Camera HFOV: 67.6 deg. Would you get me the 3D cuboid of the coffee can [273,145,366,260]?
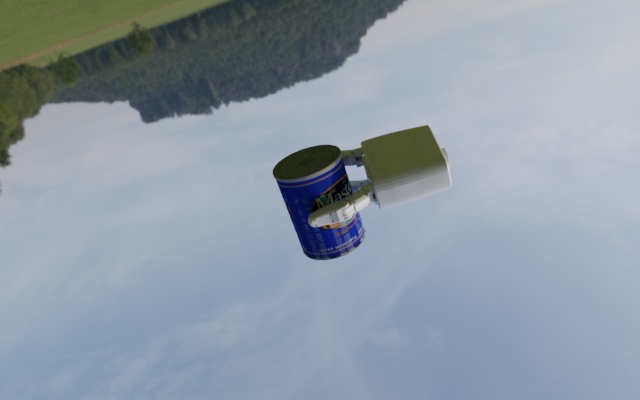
[{"bbox_3d":[0.000,0.002,0.709,0.103,0.140,0.102,-15,27,8],"label":"coffee can"}]
